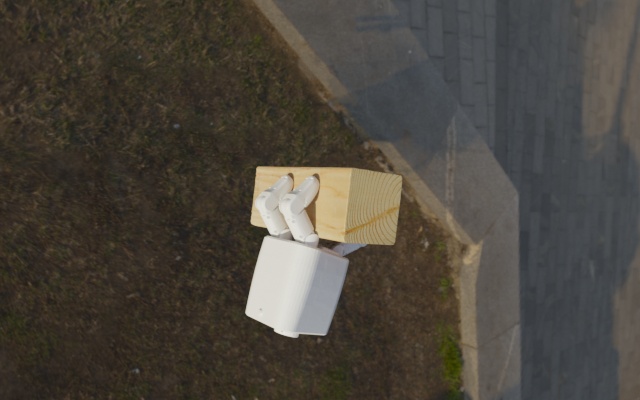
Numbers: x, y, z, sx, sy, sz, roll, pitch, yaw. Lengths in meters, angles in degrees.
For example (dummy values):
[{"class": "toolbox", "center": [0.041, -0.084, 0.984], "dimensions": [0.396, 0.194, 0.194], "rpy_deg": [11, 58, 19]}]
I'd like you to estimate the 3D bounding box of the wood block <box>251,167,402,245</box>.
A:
[{"class": "wood block", "center": [0.000, 0.003, 0.652], "dimensions": [0.091, 0.090, 0.206], "rpy_deg": [6, 0, -40]}]
